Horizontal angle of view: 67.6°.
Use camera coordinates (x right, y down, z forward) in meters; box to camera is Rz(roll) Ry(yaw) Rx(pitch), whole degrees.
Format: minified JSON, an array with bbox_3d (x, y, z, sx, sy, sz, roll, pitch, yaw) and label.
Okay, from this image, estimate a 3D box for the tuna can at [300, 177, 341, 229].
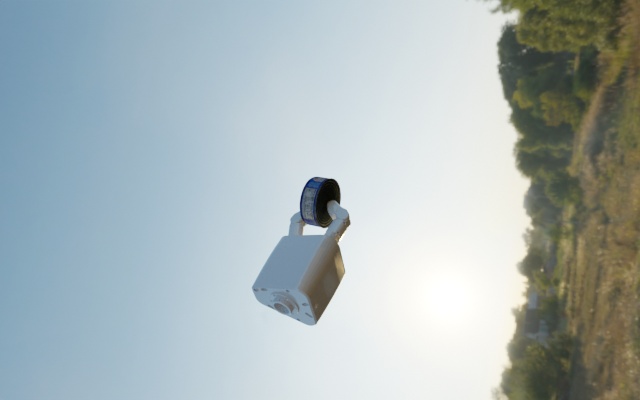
[{"bbox_3d":[0.000,0.003,0.810,0.034,0.086,0.086,10,5,29],"label":"tuna can"}]
